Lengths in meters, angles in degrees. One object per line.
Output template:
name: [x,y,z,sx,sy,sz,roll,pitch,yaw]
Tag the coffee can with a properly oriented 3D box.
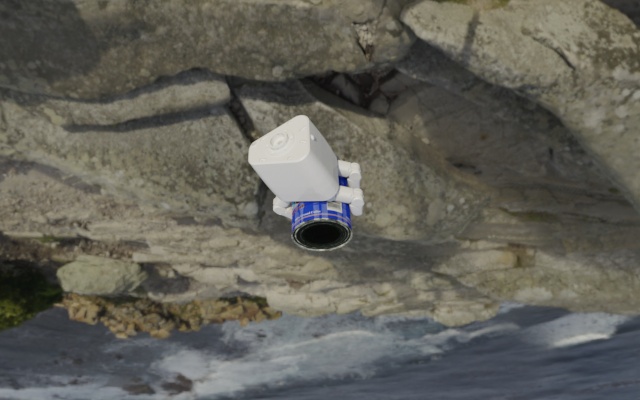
coffee can: [0.000,0.003,0.833,0.103,0.140,0.103,-2,-35,-1]
